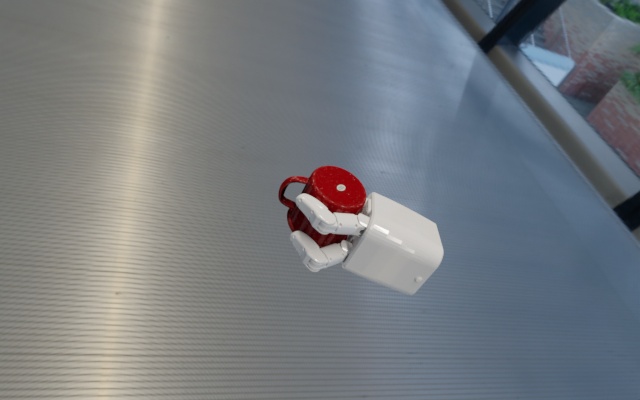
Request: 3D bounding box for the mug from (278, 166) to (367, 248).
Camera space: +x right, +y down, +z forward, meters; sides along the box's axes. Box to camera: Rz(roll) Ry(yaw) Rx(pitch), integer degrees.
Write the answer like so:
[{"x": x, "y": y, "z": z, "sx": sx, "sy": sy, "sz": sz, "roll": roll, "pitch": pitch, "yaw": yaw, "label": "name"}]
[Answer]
[{"x": -0.001, "y": 0.001, "z": 0.649, "sx": 0.117, "sy": 0.081, "sz": 0.093, "roll": 25, "pitch": 40, "yaw": -5, "label": "mug"}]
